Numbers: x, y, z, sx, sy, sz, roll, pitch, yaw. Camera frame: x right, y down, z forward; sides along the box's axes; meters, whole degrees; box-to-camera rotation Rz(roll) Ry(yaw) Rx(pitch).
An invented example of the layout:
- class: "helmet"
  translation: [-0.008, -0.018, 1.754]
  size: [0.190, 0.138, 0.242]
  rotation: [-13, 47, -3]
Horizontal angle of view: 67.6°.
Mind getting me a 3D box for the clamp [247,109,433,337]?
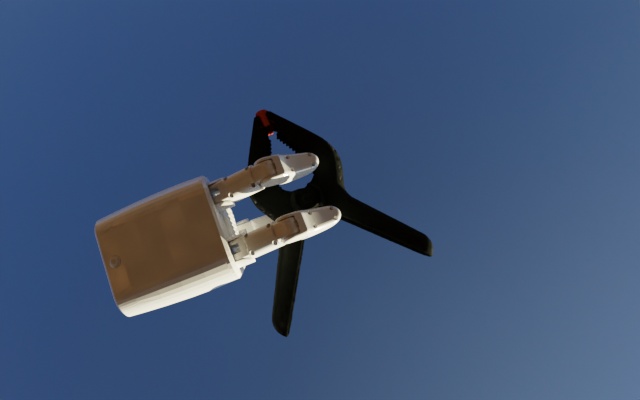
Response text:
- class: "clamp"
  translation: [0.000, 0.001, 0.460]
  size: [0.164, 0.210, 0.036]
  rotation: [-21, -12, -5]
